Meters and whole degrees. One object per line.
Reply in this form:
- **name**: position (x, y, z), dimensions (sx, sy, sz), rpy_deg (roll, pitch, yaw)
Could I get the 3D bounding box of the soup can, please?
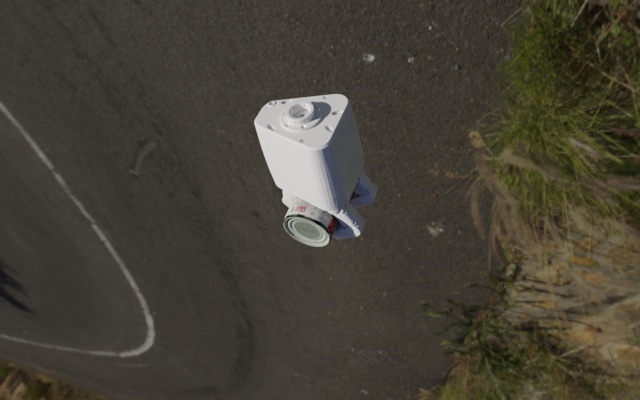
- **soup can**: position (0.000, 0.003, 0.640), dimensions (0.068, 0.102, 0.069), rpy_deg (17, -33, 12)
